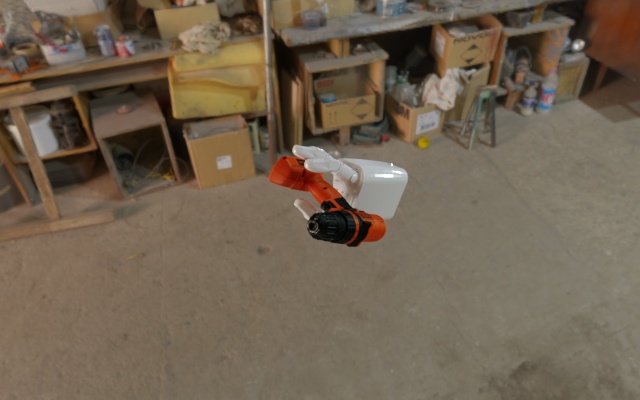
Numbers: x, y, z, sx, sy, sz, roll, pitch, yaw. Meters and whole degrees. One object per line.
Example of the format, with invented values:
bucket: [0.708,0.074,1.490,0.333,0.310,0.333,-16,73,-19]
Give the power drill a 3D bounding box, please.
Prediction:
power drill: [0.000,0.002,0.771,0.187,0.057,0.184,45,20,30]
